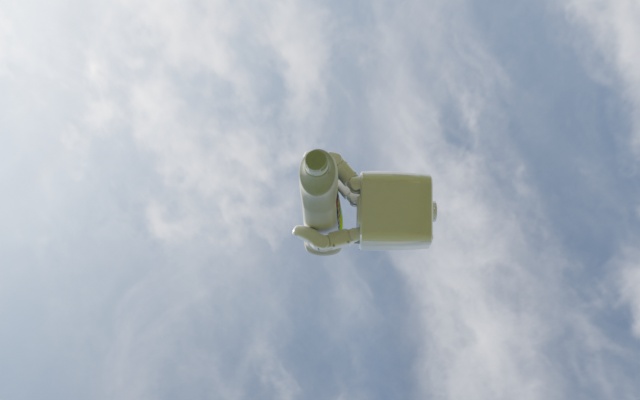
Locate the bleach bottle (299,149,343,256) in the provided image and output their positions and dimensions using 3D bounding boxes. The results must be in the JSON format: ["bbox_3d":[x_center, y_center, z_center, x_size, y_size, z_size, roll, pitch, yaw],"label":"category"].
[{"bbox_3d":[0.000,0.002,0.721,0.068,0.102,0.251,0,-22,3],"label":"bleach bottle"}]
